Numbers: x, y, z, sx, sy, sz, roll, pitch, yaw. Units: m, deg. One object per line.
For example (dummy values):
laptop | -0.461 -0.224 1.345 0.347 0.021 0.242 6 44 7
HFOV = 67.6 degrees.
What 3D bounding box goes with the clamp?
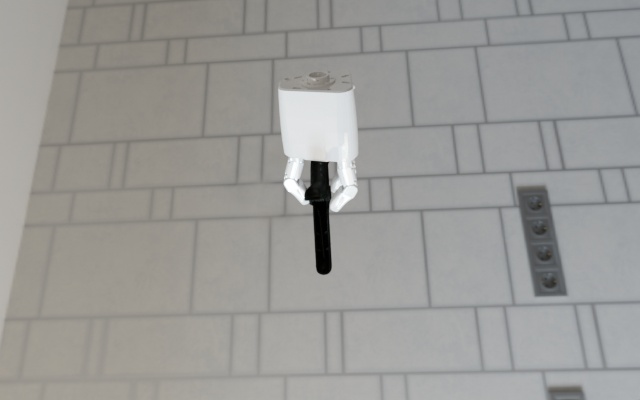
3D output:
clamp | -0.001 0.002 0.766 0.036 0.165 0.209 -3 34 4
